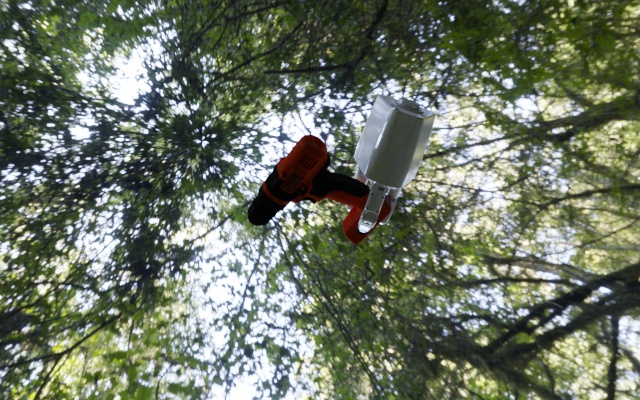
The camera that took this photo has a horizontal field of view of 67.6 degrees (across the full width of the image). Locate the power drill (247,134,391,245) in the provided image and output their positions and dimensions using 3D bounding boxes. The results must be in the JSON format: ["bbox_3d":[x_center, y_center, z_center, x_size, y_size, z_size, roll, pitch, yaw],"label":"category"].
[{"bbox_3d":[0.001,0.002,0.744,0.188,0.057,0.184,25,-53,-25],"label":"power drill"}]
